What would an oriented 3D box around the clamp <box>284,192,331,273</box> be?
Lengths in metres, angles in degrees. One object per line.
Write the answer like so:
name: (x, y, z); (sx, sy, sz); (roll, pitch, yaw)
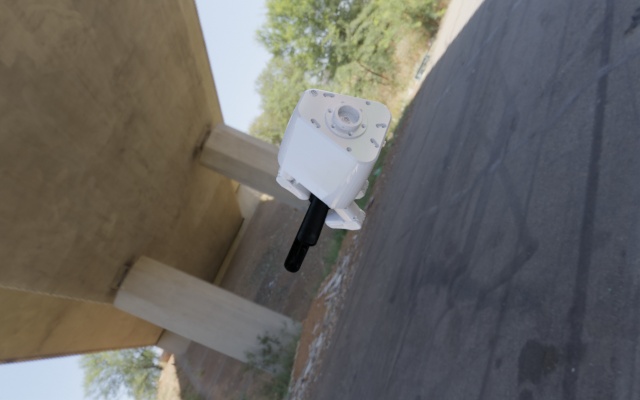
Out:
clamp: (0.000, 0.001, 0.687); (0.036, 0.210, 0.165); (24, -30, -3)
